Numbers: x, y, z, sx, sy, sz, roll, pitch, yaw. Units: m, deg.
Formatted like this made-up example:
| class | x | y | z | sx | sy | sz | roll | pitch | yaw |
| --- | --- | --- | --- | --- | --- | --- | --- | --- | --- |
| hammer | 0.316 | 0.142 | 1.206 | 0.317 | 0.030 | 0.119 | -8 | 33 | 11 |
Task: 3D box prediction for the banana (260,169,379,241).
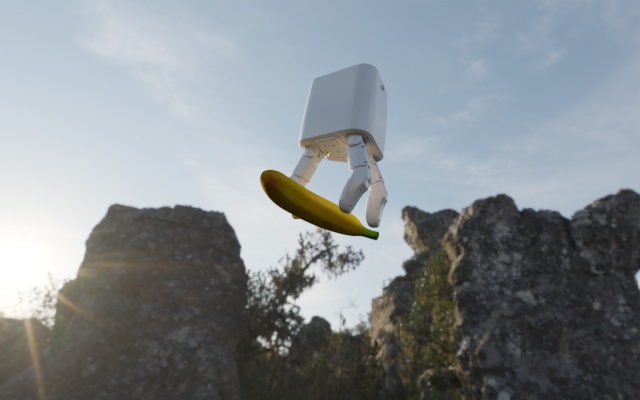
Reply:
| class | x | y | z | sx | sy | sz | roll | pitch | yaw |
| --- | --- | --- | --- | --- | --- | --- | --- | --- | --- |
| banana | -0.010 | 0.005 | 0.596 | 0.198 | 0.037 | 0.069 | 27 | -22 | -38 |
